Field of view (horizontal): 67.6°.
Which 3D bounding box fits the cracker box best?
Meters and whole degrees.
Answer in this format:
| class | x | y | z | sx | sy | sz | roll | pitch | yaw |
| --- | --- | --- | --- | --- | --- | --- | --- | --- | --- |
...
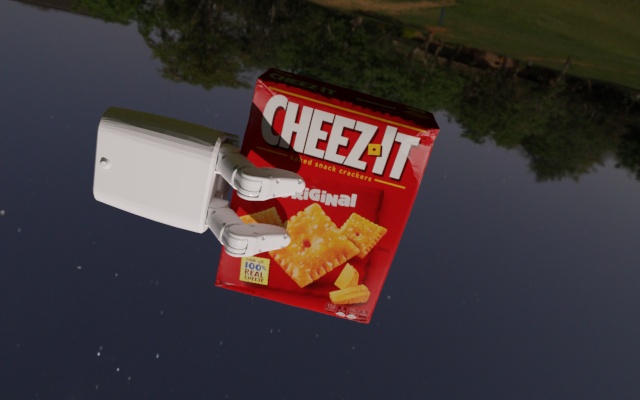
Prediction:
| class | x | y | z | sx | sy | sz | roll | pitch | yaw |
| --- | --- | --- | --- | --- | --- | --- | --- | --- | --- |
| cracker box | 0.000 | 0.002 | 0.463 | 0.164 | 0.214 | 0.072 | 15 | 23 | -1 |
